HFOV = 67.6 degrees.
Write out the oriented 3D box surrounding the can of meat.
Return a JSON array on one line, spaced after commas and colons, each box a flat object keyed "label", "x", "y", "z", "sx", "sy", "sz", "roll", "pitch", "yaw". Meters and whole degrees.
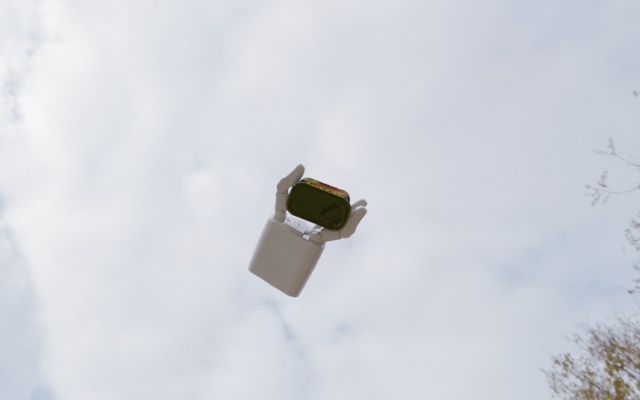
[{"label": "can of meat", "x": 0.000, "y": 0.002, "z": 0.792, "sx": 0.102, "sy": 0.057, "sz": 0.084, "roll": 21, "pitch": 12, "yaw": 1}]
